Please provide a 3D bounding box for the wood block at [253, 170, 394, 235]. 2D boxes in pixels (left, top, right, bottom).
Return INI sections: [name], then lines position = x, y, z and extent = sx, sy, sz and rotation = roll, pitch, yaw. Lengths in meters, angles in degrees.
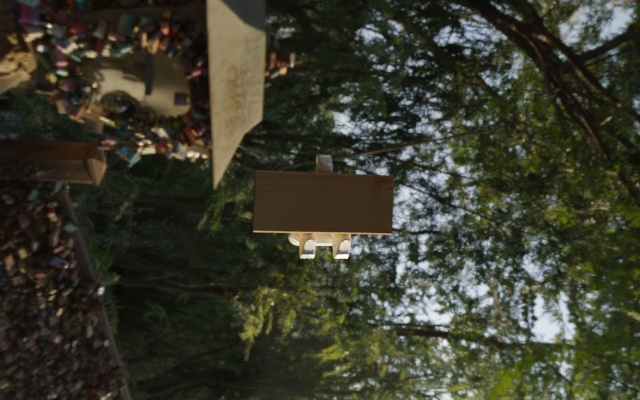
[wood block]
position = 0.000, 0.002, 0.738
extent = 0.206, 0.091, 0.090
rotation = 1, 2, -9
